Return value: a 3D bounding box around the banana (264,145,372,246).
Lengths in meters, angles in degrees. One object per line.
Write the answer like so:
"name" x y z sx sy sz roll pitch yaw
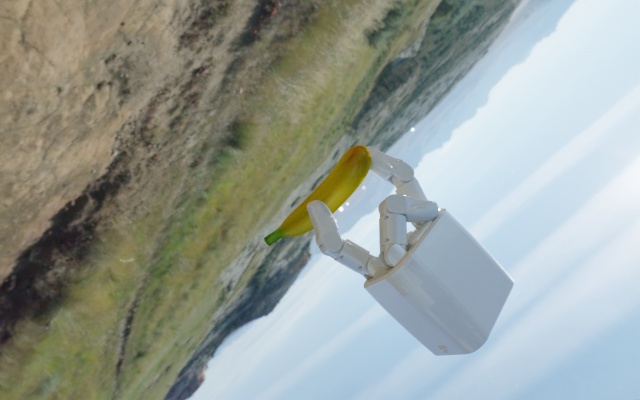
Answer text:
"banana" 0.008 -0.005 0.539 0.069 0.037 0.198 -40 -4 -48
